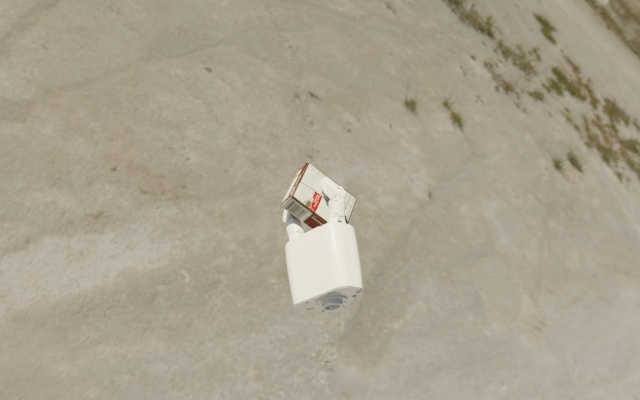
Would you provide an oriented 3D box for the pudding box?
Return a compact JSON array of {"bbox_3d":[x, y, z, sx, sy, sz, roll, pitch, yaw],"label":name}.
[{"bbox_3d":[0.000,0.003,0.801,0.113,0.090,0.039,37,-45,-15],"label":"pudding box"}]
